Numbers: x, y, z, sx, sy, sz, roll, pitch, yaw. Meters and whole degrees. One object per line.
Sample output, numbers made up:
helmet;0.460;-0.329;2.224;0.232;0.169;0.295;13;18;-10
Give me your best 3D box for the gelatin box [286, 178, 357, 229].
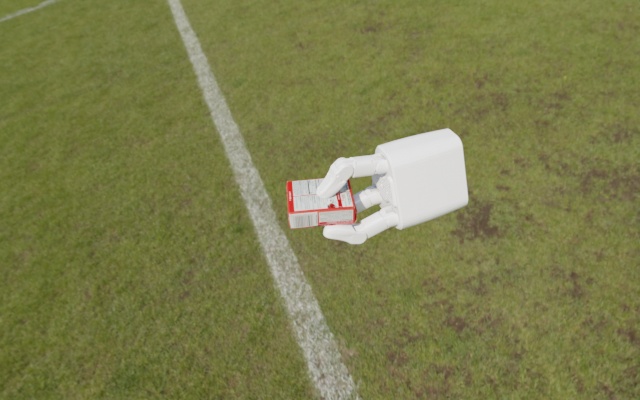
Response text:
gelatin box;0.000;0.002;0.641;0.089;0.030;0.073;-5;38;-3
